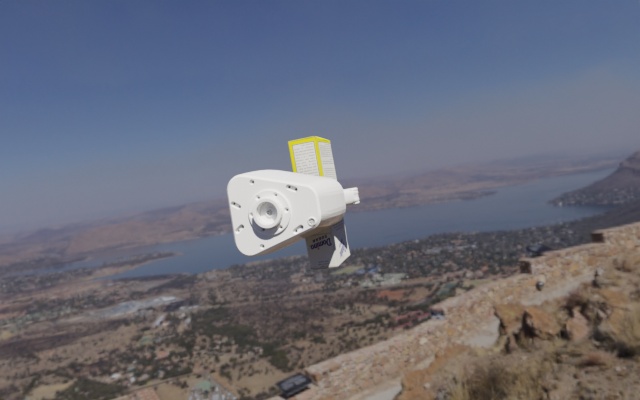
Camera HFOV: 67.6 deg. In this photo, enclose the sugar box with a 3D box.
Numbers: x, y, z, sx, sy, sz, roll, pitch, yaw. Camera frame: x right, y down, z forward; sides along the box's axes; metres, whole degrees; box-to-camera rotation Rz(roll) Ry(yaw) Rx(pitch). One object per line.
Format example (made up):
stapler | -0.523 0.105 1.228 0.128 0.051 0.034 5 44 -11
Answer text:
sugar box | 0.000 0.002 0.673 0.048 0.176 0.093 -7 2 15
